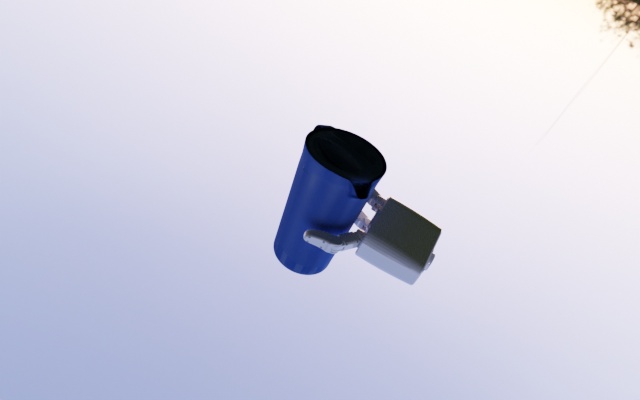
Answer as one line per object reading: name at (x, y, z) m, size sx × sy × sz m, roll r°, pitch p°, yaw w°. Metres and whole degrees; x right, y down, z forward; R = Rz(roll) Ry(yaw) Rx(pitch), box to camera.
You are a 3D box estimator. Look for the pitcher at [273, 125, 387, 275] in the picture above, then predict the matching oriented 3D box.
pitcher at (0.000, 0.003, 0.800) m, size 0.145 × 0.243 × 0.149 m, roll 30°, pitch 38°, yaw 7°
